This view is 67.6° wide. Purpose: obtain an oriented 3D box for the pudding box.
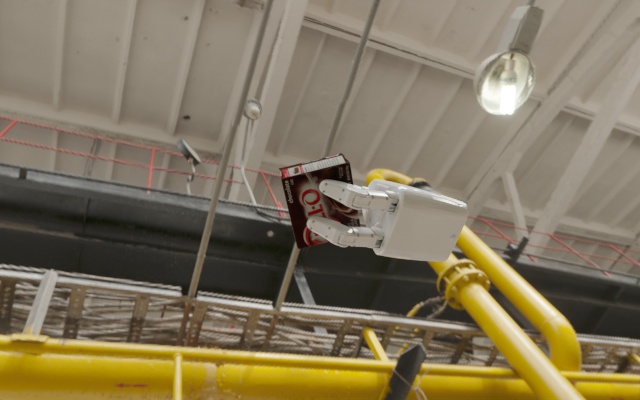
[{"bbox_3d":[0.000,0.002,0.631,0.090,0.113,0.039,-15,28,-5],"label":"pudding box"}]
